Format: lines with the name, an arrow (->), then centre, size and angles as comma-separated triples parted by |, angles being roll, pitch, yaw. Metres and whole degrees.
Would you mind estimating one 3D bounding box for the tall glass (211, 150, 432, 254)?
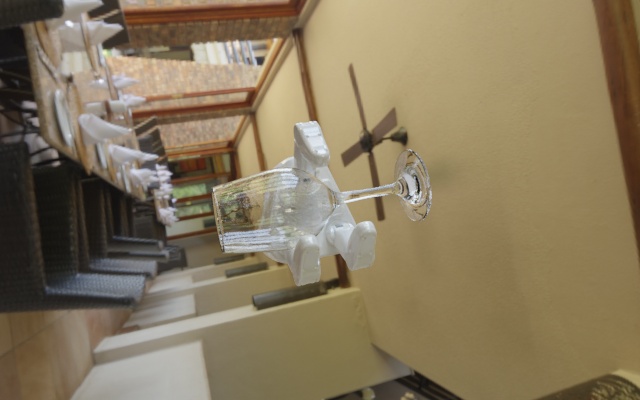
tall glass -> 0.001, 0.001, 0.461 | 0.201, 0.079, 0.079 | -10, 3, -16
